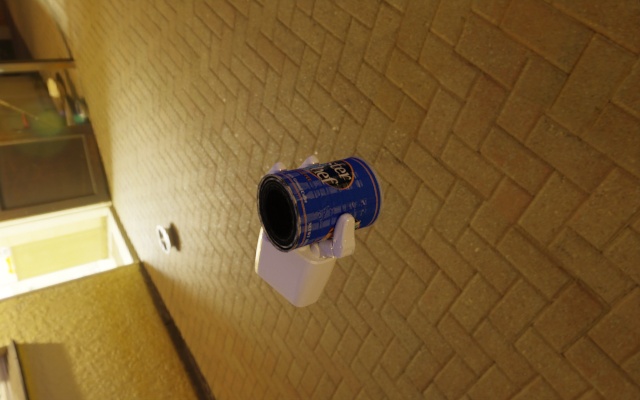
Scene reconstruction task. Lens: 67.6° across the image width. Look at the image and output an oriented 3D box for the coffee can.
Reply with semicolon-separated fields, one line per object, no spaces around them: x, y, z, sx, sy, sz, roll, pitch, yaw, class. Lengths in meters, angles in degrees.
0.000;0.002;0.641;0.140;0.103;0.103;-14;8;-34;coffee can
